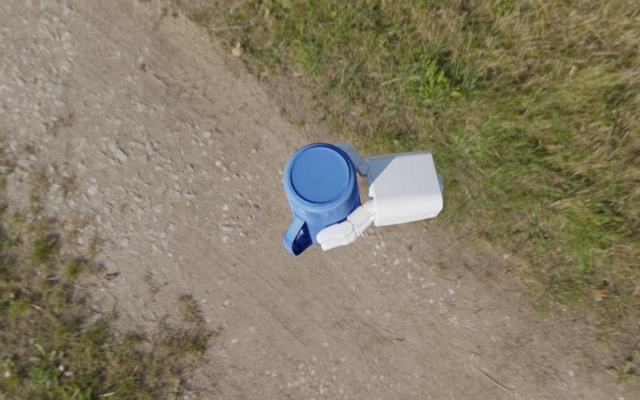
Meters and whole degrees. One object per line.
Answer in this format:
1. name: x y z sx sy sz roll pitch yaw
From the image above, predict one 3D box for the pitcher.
1. pitcher: 0.000 0.003 0.802 0.145 0.149 0.243 -7 -15 3
